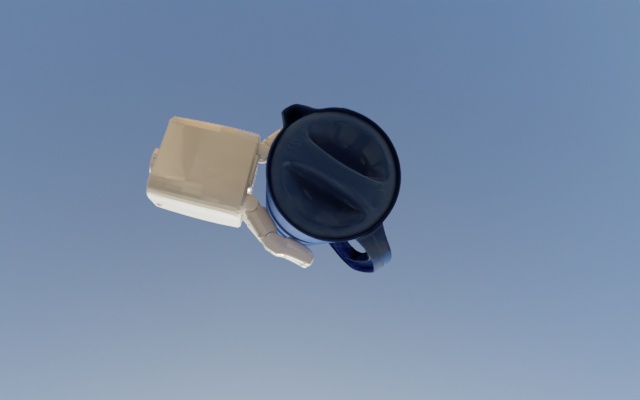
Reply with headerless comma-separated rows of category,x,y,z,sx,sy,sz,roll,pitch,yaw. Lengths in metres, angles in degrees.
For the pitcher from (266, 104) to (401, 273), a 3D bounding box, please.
pitcher,0.000,0.002,0.567,0.145,0.149,0.243,13,-12,-7
